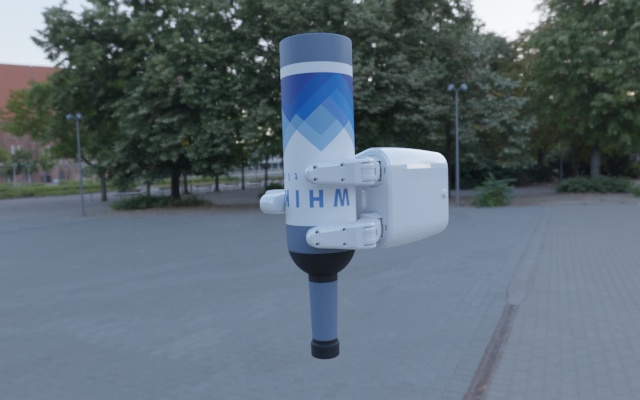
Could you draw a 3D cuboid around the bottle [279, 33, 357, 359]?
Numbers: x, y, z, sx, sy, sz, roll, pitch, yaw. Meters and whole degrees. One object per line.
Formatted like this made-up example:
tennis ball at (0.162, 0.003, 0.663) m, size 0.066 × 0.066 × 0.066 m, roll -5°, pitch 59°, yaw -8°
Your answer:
bottle at (0.000, 0.001, 0.450) m, size 0.069 × 0.296 × 0.069 m, roll -2°, pitch 4°, yaw 0°
